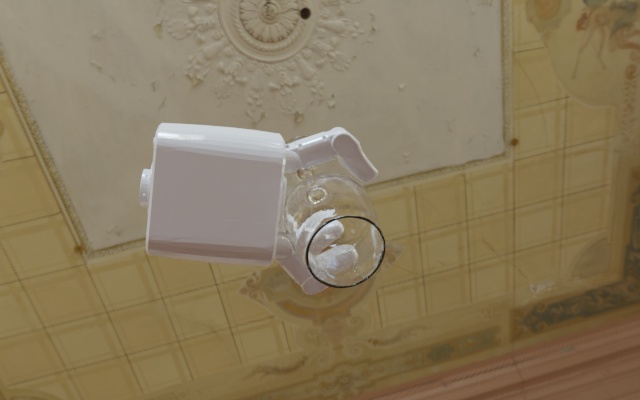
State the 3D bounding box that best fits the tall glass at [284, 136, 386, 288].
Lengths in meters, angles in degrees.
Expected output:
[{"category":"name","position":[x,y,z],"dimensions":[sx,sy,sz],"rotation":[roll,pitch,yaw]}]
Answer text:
[{"category":"tall glass","position":[0.000,0.001,0.445],"dimensions":[0.079,0.079,0.201],"rotation":[0,22,-12]}]
